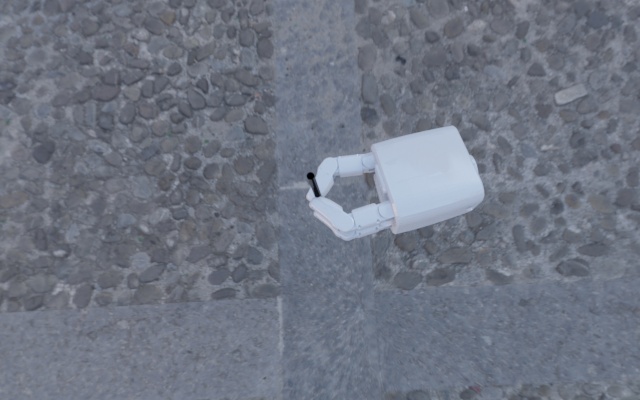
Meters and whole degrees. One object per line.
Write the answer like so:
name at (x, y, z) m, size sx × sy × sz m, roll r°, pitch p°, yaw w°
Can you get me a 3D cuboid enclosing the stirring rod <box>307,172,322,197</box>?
stirring rod at (0.000, 0.002, 0.599) m, size 0.011 × 0.011 × 0.239 m, roll 0°, pitch -13°, yaw 5°
